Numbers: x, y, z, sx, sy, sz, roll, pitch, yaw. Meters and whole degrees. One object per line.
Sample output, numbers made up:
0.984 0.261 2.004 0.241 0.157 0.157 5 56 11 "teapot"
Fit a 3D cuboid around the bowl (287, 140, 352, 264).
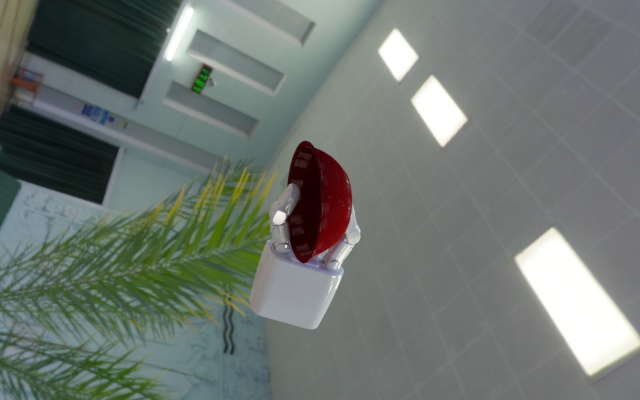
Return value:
0.001 0.001 0.637 0.055 0.162 0.162 1 0 -19 "bowl"
